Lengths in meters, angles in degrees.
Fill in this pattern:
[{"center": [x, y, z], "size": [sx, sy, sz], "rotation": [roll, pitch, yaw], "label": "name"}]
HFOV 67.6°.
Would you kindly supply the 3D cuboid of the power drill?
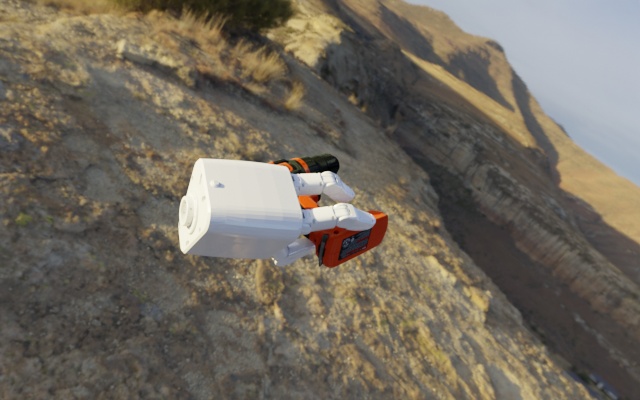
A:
[{"center": [0.000, 0.002, 0.655], "size": [0.184, 0.057, 0.187], "rotation": [-22, 44, -36], "label": "power drill"}]
